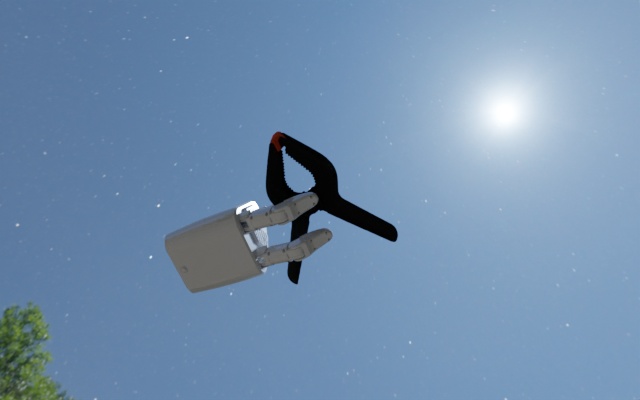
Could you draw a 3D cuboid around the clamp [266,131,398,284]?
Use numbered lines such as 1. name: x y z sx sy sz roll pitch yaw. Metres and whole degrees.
1. clamp: 0.000 0.001 0.629 0.164 0.210 0.036 -19 21 7
